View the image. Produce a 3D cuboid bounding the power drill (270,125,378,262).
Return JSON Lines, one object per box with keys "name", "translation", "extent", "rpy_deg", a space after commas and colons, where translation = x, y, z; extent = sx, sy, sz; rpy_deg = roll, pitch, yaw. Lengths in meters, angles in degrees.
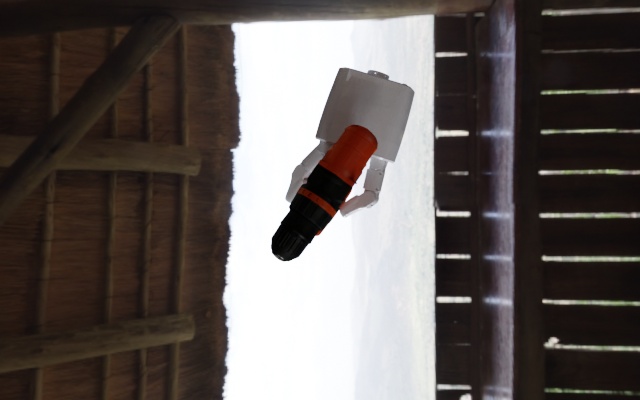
{"name": "power drill", "translation": [0.000, 0.002, 0.623], "extent": [0.057, 0.184, 0.188], "rpy_deg": [37, -8, 1]}
